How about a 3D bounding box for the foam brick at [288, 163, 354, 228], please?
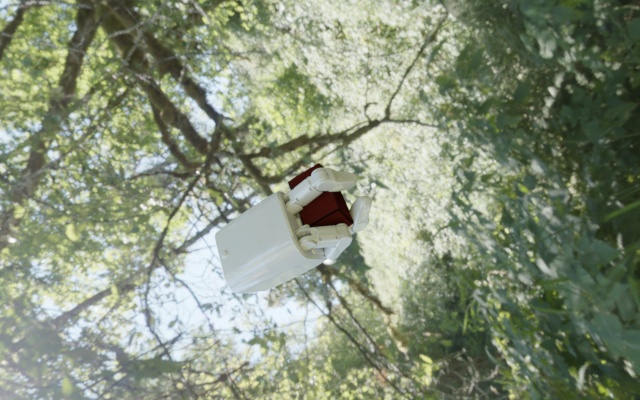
[{"bbox_3d":[0.000,0.002,0.617,0.051,0.078,0.053,-31,-34,13],"label":"foam brick"}]
